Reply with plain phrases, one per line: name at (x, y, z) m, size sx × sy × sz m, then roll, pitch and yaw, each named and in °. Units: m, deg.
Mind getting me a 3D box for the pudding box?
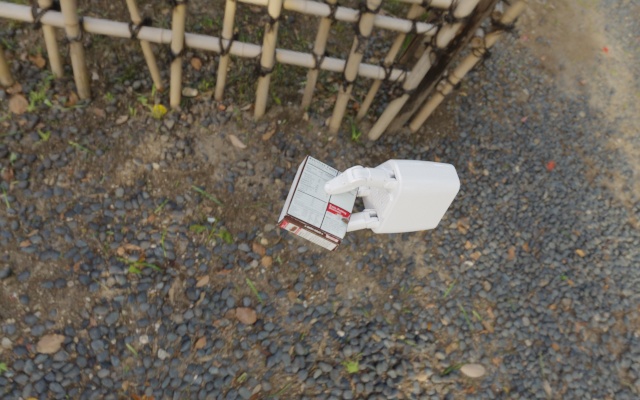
pudding box at (0.000, 0.002, 0.670) m, size 0.090 × 0.113 × 0.039 m, roll 25°, pitch -37°, yaw -9°
